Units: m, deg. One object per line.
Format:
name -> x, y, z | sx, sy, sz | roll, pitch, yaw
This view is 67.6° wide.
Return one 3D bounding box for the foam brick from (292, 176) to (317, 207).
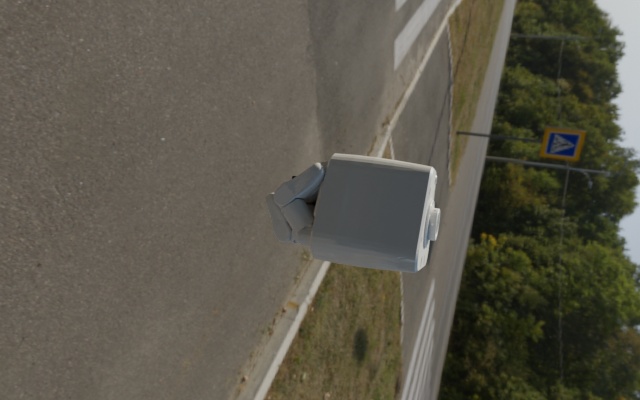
foam brick -> 0.000, 0.002, 0.570 | 0.051, 0.053, 0.078 | 7, 0, 19
